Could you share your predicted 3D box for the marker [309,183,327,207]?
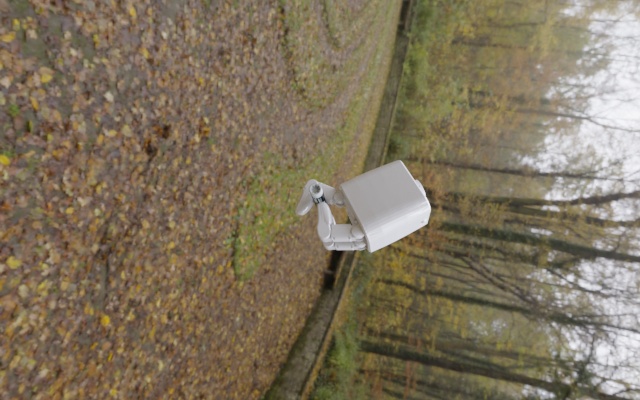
[{"bbox_3d":[0.000,0.002,0.747,0.020,0.020,0.121,0,-19,8],"label":"marker"}]
